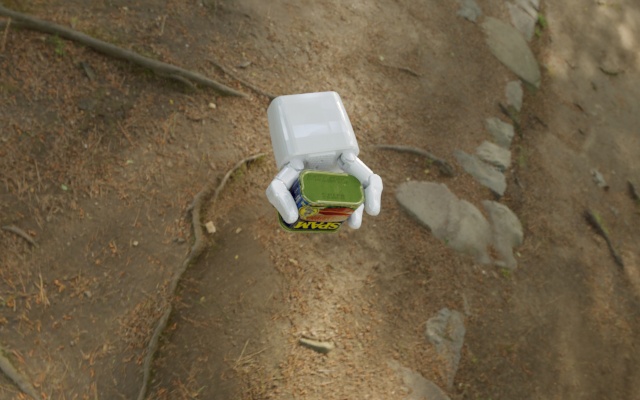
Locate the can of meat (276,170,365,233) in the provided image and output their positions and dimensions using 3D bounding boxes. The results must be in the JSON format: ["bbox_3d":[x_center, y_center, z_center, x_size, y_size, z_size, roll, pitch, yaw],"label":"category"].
[{"bbox_3d":[0.000,0.002,0.668,0.102,0.057,0.084,3,-30,-27],"label":"can of meat"}]
